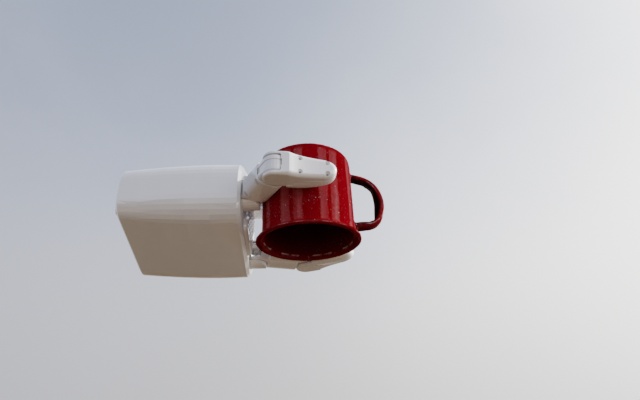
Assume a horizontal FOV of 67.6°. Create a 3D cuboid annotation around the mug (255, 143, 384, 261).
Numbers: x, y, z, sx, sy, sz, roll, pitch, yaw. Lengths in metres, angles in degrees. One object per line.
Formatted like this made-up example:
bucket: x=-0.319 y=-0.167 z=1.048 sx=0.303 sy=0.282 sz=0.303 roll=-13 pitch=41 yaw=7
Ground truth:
mug: x=0.002 y=0.001 z=0.438 sx=0.117 sy=0.081 sz=0.093 roll=-1 pitch=-27 yaw=-4
